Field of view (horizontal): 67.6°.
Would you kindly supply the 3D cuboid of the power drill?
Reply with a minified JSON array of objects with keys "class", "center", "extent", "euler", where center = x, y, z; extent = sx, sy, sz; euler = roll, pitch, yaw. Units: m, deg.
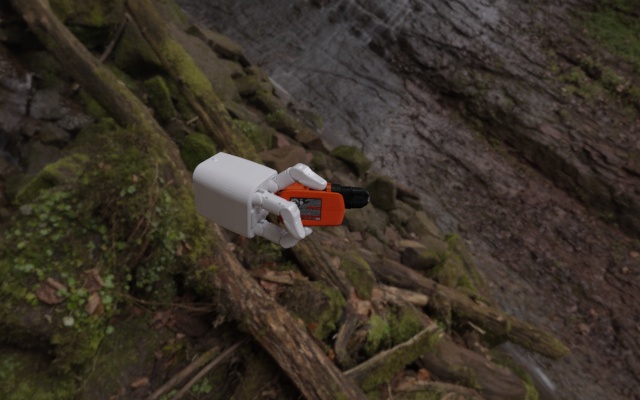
[{"class":"power drill","center":[0.000,0.003,0.826],"extent":[0.184,0.057,0.187],"euler":[0,6,0]}]
